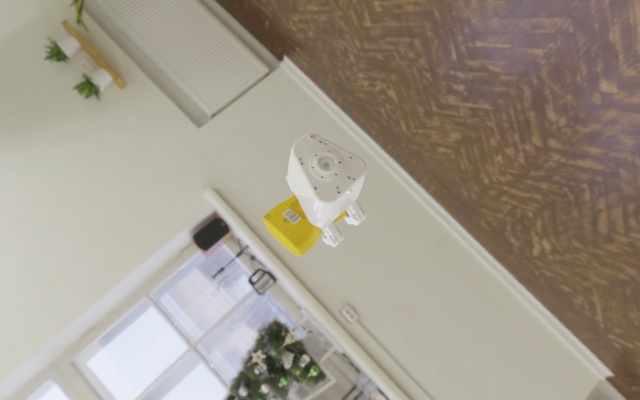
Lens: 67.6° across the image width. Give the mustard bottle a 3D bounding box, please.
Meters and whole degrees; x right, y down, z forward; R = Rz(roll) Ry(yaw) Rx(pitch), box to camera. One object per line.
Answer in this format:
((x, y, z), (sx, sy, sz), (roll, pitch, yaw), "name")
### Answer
((0.000, 0.003, 0.828), (0.096, 0.191, 0.058), (37, -20, 33), "mustard bottle")
